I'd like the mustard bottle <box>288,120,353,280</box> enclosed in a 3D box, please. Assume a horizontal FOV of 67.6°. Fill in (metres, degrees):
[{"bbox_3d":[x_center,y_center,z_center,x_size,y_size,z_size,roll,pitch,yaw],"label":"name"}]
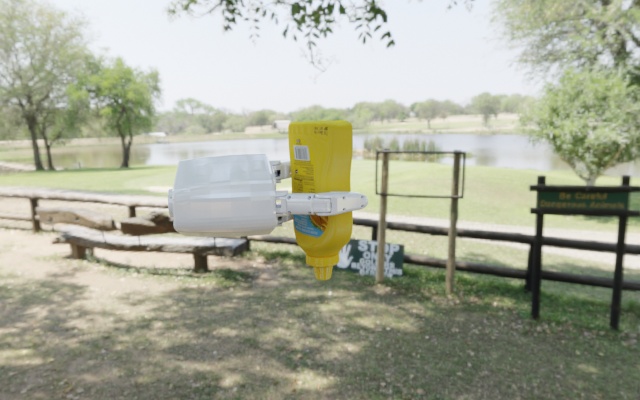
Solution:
[{"bbox_3d":[0.000,0.002,0.571,0.058,0.191,0.096,-8,12,-34],"label":"mustard bottle"}]
